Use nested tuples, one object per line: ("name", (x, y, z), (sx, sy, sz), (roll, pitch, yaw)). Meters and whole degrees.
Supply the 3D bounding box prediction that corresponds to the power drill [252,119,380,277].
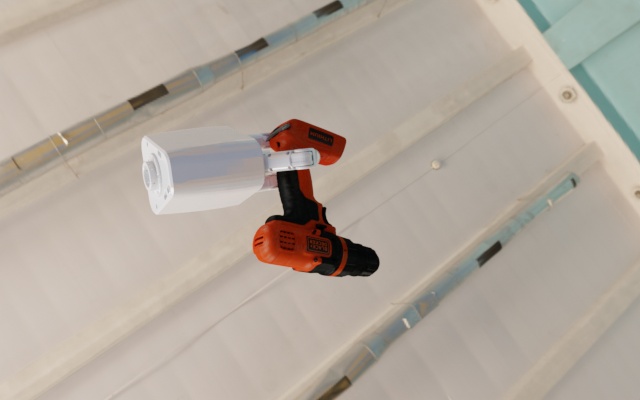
("power drill", (0.000, 0.002, 0.604), (0.184, 0.187, 0.057), (16, -30, -39))
